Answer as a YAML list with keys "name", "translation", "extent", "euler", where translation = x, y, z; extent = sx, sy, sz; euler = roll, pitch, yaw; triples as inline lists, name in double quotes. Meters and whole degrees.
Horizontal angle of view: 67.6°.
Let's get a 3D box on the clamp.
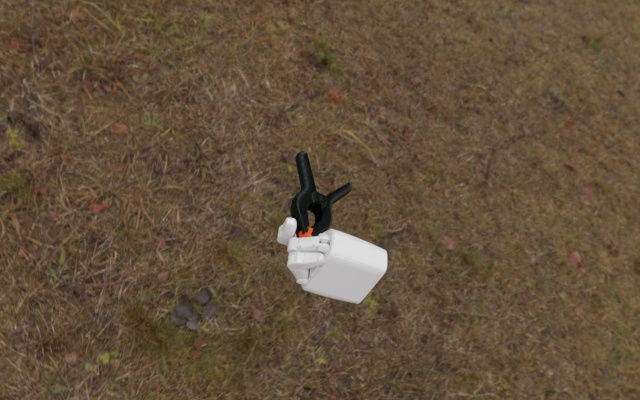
- name: "clamp"
  translation: [0.000, 0.003, 0.830]
  extent: [0.120, 0.171, 0.039]
  euler: [22, -35, -20]
